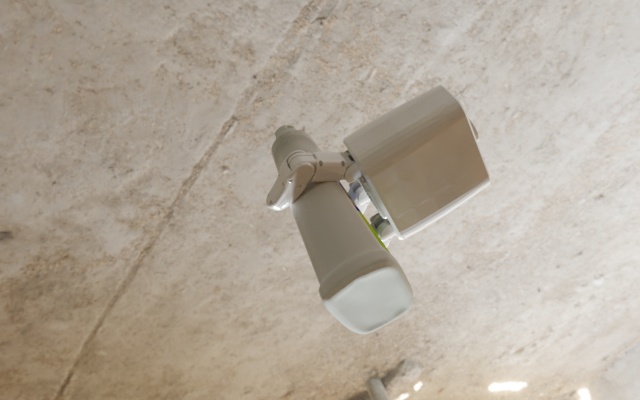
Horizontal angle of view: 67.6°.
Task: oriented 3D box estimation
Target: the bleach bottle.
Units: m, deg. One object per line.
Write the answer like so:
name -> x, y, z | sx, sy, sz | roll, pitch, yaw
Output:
bleach bottle -> 0.000, 0.002, 0.470 | 0.068, 0.250, 0.103 | -31, -41, 4
